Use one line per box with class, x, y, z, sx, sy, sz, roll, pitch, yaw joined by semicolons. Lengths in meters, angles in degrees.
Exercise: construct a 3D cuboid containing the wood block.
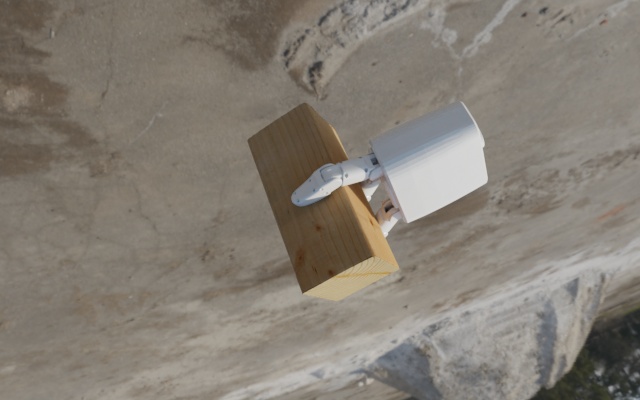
wood block;0.000;0.002;0.563;0.090;0.206;0.091;-30;-27;15
